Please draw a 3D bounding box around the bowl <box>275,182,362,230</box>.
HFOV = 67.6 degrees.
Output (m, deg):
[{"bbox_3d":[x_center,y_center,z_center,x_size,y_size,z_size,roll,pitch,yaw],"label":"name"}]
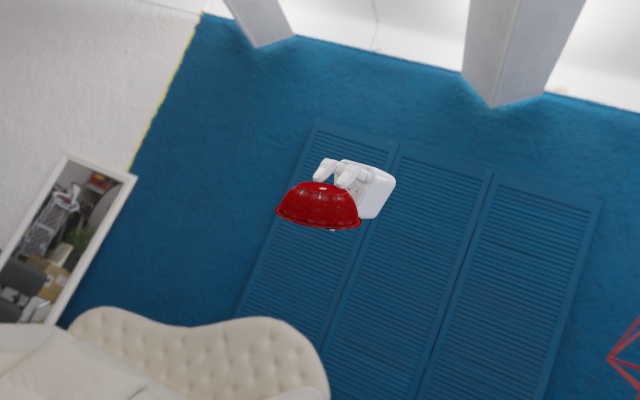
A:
[{"bbox_3d":[0.000,0.003,0.868,0.162,0.055,0.162,8,14,-2],"label":"bowl"}]
